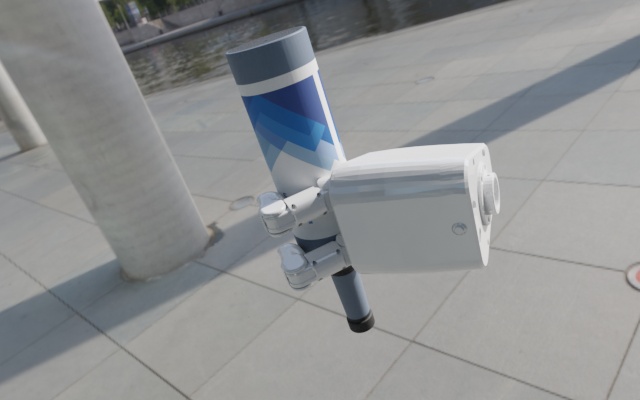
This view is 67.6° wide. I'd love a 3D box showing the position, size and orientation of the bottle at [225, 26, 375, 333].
[{"bbox_3d":[0.000,0.001,0.433,0.069,0.296,0.069,-15,25,7],"label":"bottle"}]
